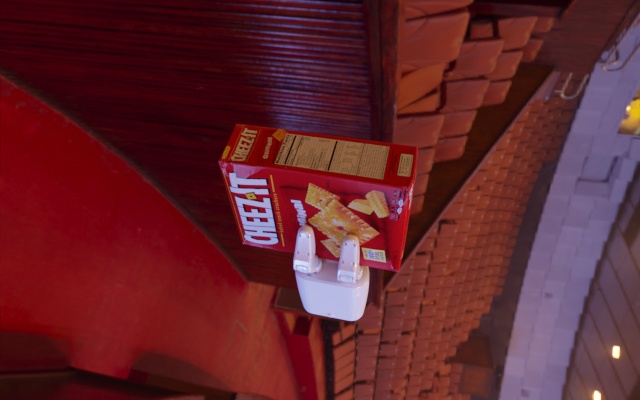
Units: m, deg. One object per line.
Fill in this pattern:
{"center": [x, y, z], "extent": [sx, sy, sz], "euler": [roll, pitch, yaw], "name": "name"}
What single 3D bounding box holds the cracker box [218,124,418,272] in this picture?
{"center": [0.000, 0.002, 0.577], "extent": [0.213, 0.072, 0.164], "euler": [8, -39, 10], "name": "cracker box"}
